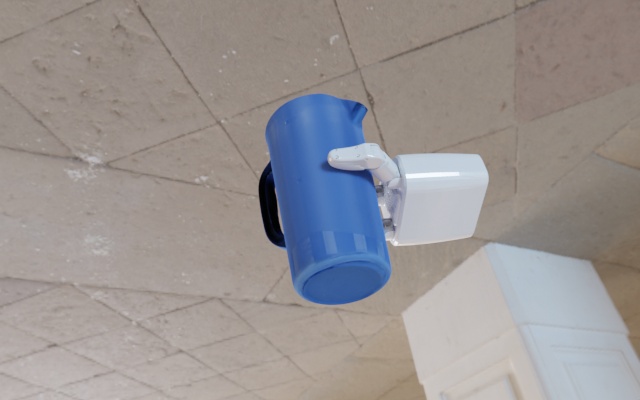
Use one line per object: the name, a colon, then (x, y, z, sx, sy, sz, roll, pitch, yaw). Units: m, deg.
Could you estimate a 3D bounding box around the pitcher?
pitcher: (0.000, 0.002, 0.586, 0.145, 0.242, 0.149, -3, -38, -9)
